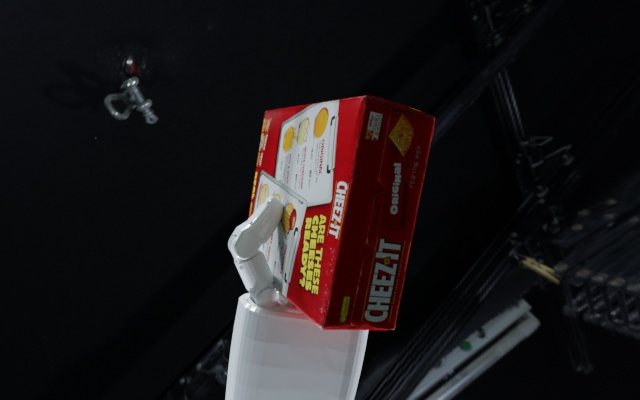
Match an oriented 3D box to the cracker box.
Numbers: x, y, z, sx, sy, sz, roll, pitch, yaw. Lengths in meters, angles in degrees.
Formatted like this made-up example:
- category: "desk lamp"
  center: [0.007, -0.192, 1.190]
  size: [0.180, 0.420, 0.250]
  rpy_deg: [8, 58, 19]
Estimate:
- category: "cracker box"
  center: [0.000, 0.001, 0.429]
  size: [0.072, 0.164, 0.213]
  rpy_deg: [8, 3, -26]
